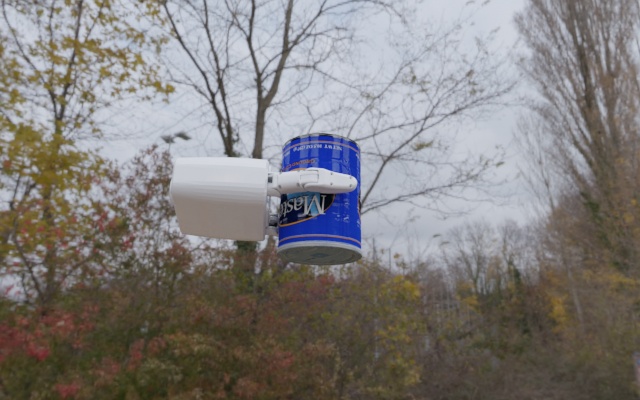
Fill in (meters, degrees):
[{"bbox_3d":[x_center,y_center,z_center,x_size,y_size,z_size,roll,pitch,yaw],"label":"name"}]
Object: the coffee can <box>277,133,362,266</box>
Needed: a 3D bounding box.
[{"bbox_3d":[0.000,0.002,0.595,0.103,0.140,0.103,1,-19,0],"label":"coffee can"}]
